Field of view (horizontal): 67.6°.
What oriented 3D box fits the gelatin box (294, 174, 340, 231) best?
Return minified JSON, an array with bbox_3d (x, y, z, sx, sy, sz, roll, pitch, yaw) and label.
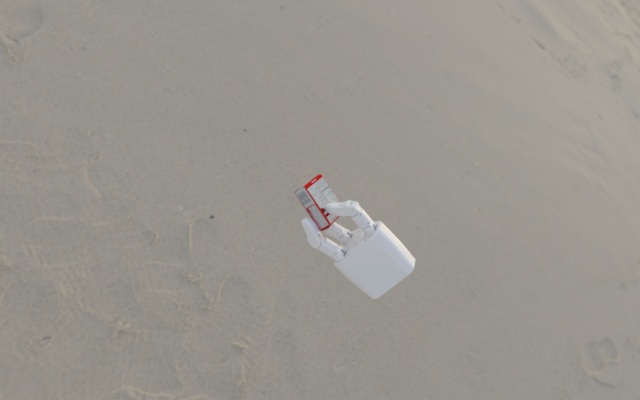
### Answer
[{"bbox_3d":[0.000,0.002,0.891,0.030,0.089,0.073,-31,6,34],"label":"gelatin box"}]
